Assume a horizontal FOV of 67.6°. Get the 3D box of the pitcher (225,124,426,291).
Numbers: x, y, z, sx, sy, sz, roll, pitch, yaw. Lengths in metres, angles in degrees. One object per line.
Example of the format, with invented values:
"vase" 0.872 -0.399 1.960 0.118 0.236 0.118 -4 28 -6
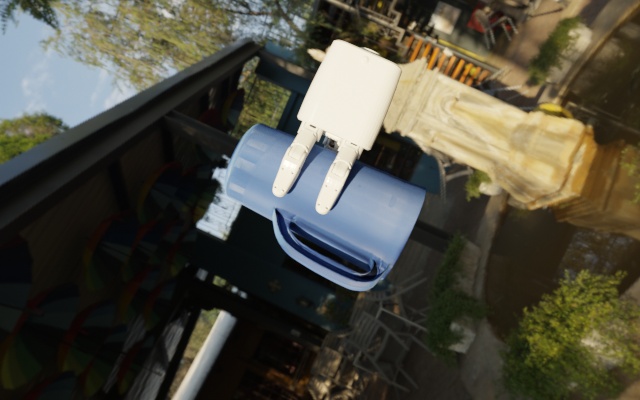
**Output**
"pitcher" 0.000 0.002 0.618 0.243 0.145 0.149 25 7 3
